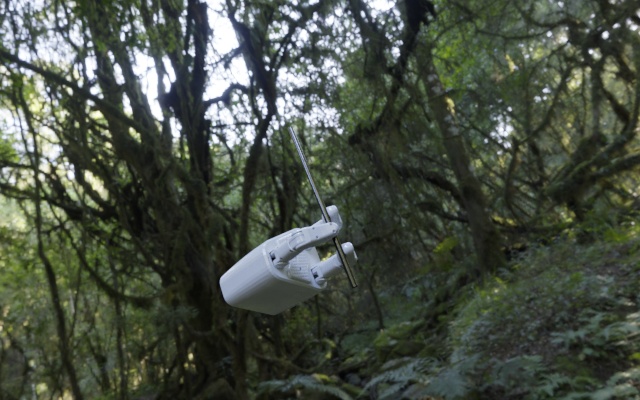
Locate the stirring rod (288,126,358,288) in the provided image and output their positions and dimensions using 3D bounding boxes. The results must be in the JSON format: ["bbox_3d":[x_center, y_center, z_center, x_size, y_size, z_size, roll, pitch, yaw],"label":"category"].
[{"bbox_3d":[0.000,0.002,0.628,0.011,0.239,0.011,-19,-21,-8],"label":"stirring rod"}]
